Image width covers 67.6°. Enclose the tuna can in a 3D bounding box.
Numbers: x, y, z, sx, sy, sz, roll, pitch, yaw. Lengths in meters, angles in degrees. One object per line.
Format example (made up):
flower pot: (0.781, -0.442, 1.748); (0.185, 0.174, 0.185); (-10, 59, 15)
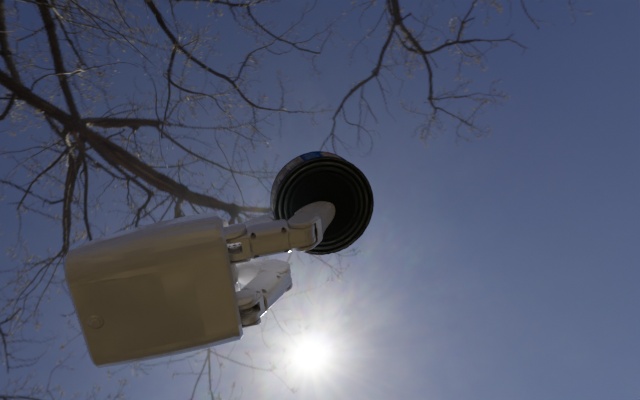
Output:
tuna can: (0.000, 0.001, 0.413); (0.086, 0.086, 0.033); (0, 16, -13)
